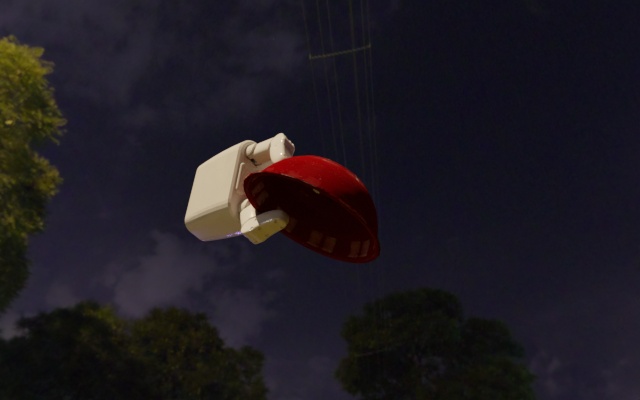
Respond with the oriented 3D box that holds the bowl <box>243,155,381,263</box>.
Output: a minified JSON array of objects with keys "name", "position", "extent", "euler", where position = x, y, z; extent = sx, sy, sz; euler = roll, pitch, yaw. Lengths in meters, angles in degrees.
[{"name":"bowl","position":[0.001,0.001,0.513],"extent":[0.162,0.055,0.162],"euler":[25,-25,12]}]
